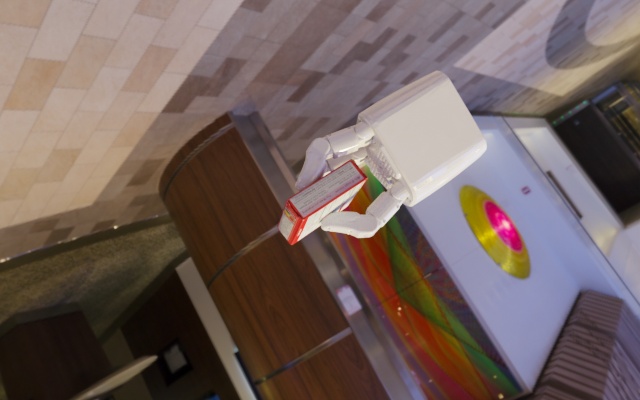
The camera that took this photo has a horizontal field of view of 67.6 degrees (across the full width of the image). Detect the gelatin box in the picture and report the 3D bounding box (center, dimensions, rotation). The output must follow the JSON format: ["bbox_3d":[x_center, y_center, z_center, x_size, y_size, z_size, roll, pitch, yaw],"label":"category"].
[{"bbox_3d":[0.000,0.002,0.505,0.089,0.030,0.073,-34,-12,-24],"label":"gelatin box"}]
